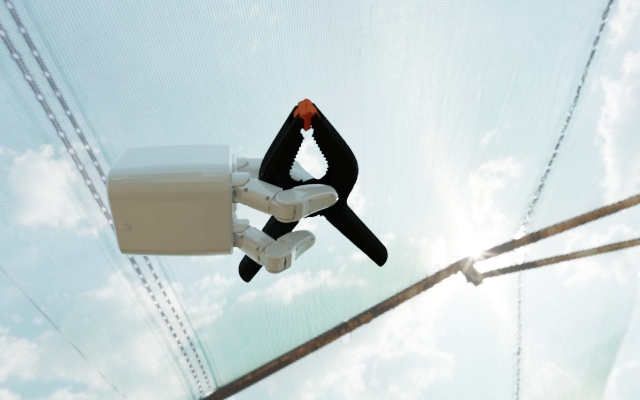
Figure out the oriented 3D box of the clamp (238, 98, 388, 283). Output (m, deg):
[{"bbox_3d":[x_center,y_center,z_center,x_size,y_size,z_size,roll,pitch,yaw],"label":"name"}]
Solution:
[{"bbox_3d":[0.000,0.001,0.474,0.164,0.210,0.036,-1,37,-10],"label":"clamp"}]
